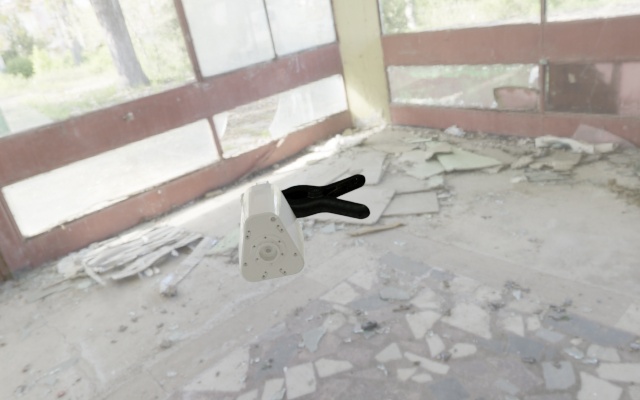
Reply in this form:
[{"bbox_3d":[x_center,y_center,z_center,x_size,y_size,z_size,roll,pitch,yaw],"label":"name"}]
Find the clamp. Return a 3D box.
[{"bbox_3d":[0.000,0.002,0.770,0.171,0.039,0.120,-12,25,-2],"label":"clamp"}]
